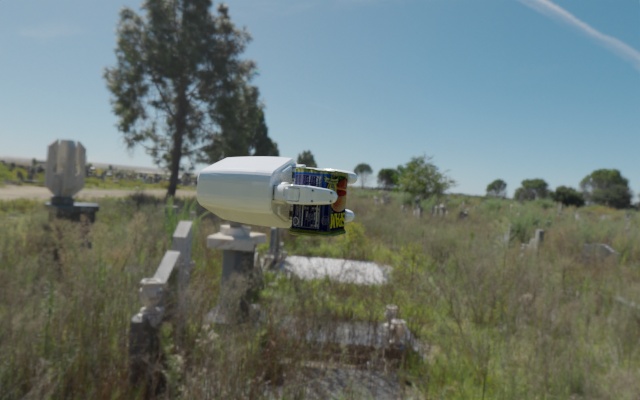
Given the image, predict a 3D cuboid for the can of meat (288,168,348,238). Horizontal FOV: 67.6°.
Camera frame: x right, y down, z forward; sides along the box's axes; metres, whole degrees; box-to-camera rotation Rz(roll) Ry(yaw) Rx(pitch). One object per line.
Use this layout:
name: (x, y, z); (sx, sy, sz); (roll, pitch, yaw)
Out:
can of meat: (0.000, 0.002, 0.629); (0.057, 0.084, 0.102); (4, 1, 18)
